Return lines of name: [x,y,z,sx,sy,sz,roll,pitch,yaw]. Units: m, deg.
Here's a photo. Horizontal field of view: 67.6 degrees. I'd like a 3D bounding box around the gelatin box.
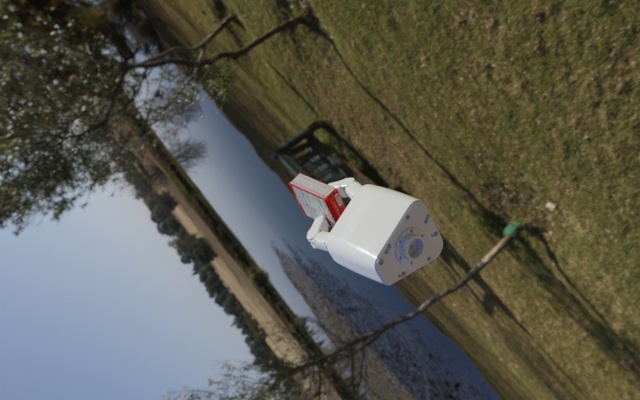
gelatin box: [0.000,0.003,0.740,0.089,0.073,0.030,23,60,43]
